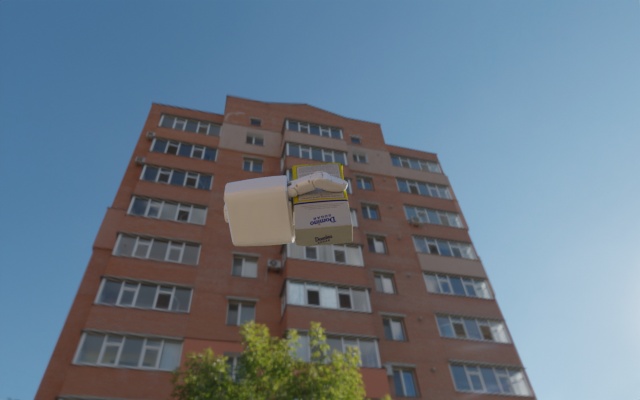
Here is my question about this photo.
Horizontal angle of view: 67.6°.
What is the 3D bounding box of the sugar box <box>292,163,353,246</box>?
[{"bbox_3d":[0.000,0.003,0.819,0.093,0.048,0.176,-4,41,-1],"label":"sugar box"}]
